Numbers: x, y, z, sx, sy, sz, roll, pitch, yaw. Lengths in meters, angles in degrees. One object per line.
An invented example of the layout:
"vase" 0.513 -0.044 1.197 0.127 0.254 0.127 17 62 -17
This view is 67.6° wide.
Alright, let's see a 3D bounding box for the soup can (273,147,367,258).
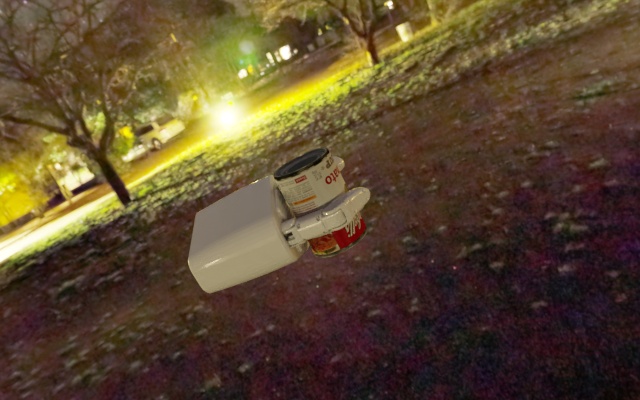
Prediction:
"soup can" 0.000 0.001 0.524 0.068 0.102 0.068 -24 18 8
